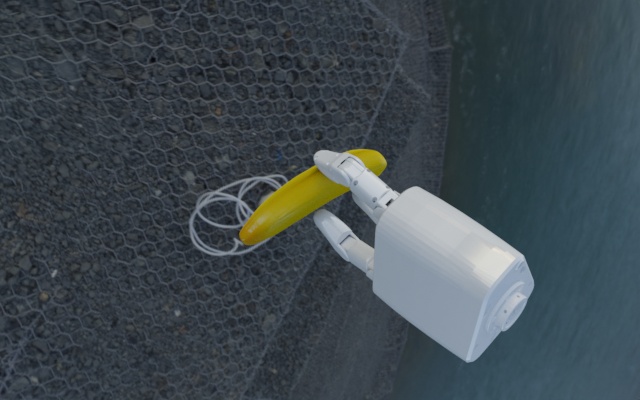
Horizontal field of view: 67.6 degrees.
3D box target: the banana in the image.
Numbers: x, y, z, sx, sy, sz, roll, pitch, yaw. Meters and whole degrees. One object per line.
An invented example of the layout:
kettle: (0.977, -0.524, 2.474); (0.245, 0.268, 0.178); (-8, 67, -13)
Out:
banana: (0.007, -0.012, 0.484); (0.197, 0.070, 0.037); (-25, 59, -35)
